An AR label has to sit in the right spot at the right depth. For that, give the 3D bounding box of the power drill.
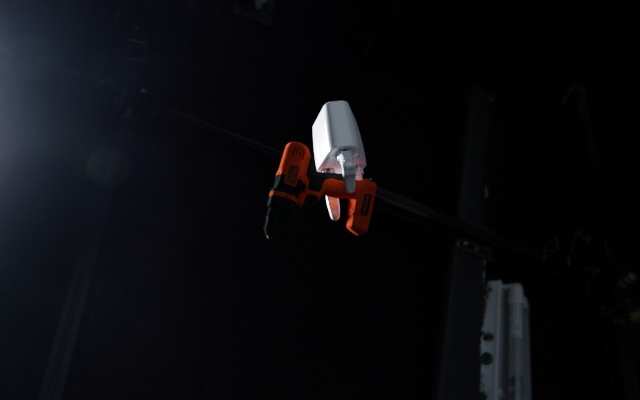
[{"bbox_3d":[0.001,0.003,0.870,0.188,0.184,0.057,18,-13,-15],"label":"power drill"}]
